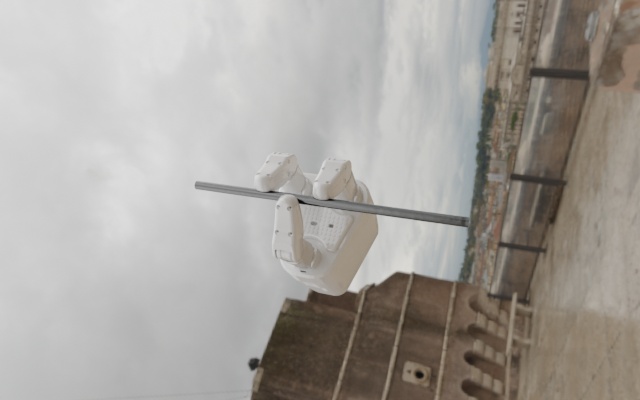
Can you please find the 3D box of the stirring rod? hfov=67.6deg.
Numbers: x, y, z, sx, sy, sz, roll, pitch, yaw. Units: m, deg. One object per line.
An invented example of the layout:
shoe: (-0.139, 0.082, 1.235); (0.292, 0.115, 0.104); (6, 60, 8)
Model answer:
stirring rod: (0.000, 0.001, 0.402); (0.239, 0.011, 0.011); (8, 2, 18)
